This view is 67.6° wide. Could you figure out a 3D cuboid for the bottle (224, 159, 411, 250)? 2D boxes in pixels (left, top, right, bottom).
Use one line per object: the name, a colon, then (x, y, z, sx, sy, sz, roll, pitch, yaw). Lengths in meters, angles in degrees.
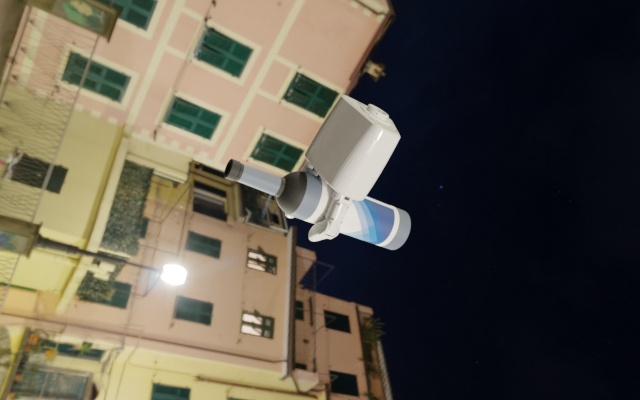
bottle: (0.000, 0.002, 0.701, 0.296, 0.069, 0.069, 20, -10, -27)
